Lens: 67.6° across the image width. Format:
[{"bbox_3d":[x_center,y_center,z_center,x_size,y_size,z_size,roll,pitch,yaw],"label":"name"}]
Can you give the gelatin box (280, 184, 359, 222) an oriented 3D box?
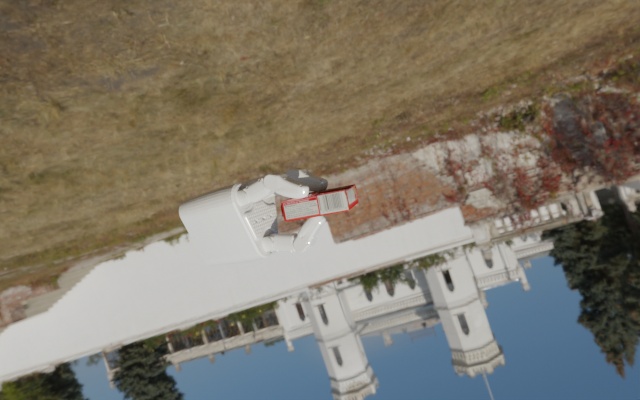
[{"bbox_3d":[0.001,0.002,0.631,0.089,0.030,0.073,-10,4,15],"label":"gelatin box"}]
